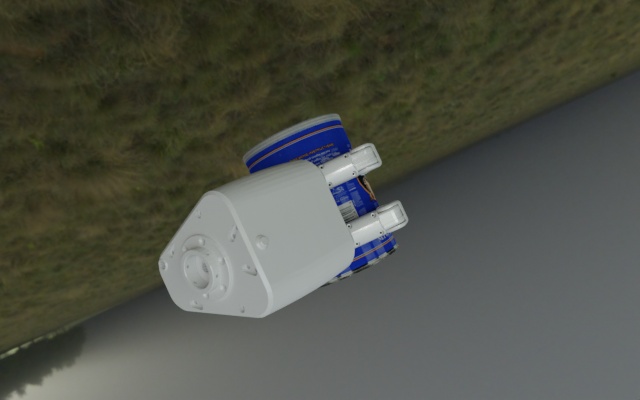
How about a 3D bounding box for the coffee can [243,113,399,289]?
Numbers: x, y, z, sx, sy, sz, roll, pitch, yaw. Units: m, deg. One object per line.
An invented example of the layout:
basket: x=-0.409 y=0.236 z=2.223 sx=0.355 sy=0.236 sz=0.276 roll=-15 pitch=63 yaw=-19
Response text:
coffee can: x=0.000 y=0.001 z=0.463 sx=0.103 sy=0.140 sz=0.103 roll=-25 pitch=-1 yaw=-1
